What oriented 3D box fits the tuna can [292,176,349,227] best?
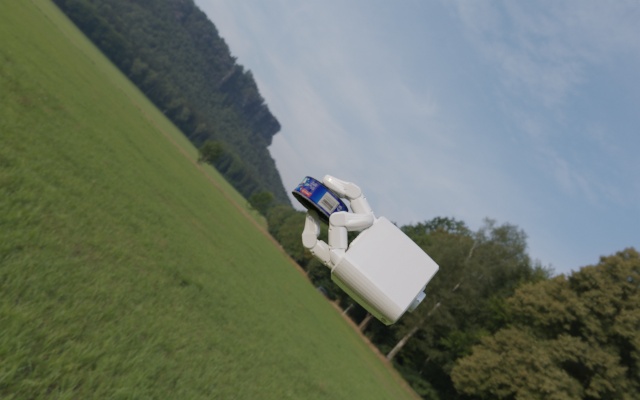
[{"bbox_3d":[0.000,0.002,0.713,0.086,0.033,0.086,39,-9,8],"label":"tuna can"}]
